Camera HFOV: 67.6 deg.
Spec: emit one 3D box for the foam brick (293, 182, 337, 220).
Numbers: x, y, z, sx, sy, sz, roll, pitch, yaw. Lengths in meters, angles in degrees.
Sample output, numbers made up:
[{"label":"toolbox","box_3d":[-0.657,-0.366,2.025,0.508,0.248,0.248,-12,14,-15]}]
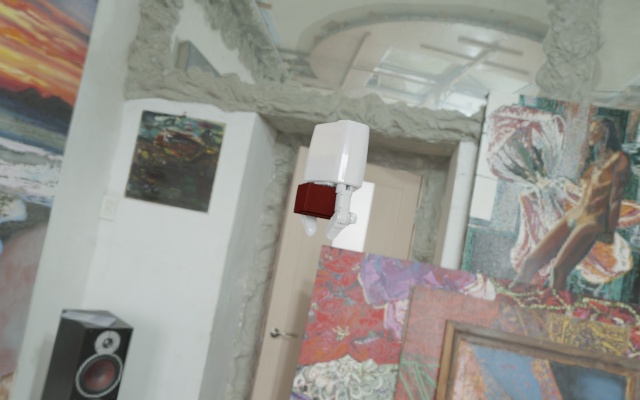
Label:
[{"label":"foam brick","box_3d":[0.000,0.003,0.811,0.078,0.051,0.053,12,-7,-21]}]
